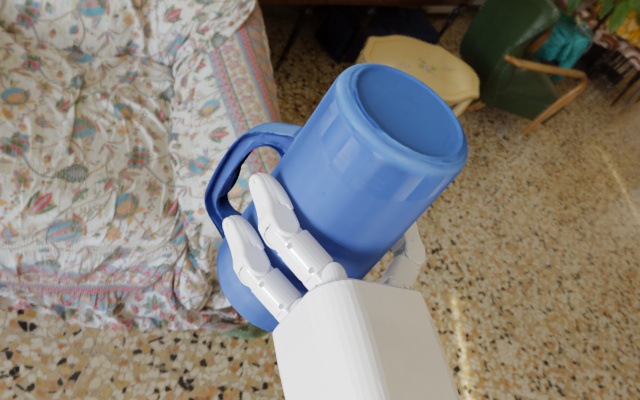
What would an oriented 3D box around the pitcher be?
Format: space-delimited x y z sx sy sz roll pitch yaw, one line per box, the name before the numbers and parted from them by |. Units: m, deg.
pitcher | 0.000 0.001 0.409 0.149 0.145 0.243 6 -38 -29
